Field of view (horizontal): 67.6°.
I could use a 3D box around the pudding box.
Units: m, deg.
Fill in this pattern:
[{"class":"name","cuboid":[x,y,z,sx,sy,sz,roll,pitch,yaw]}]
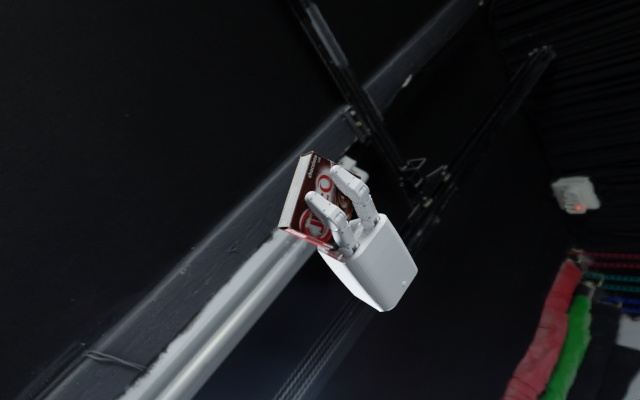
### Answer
[{"class":"pudding box","cuboid":[0.000,0.002,0.658,0.090,0.113,0.039,25,-20,-32]}]
